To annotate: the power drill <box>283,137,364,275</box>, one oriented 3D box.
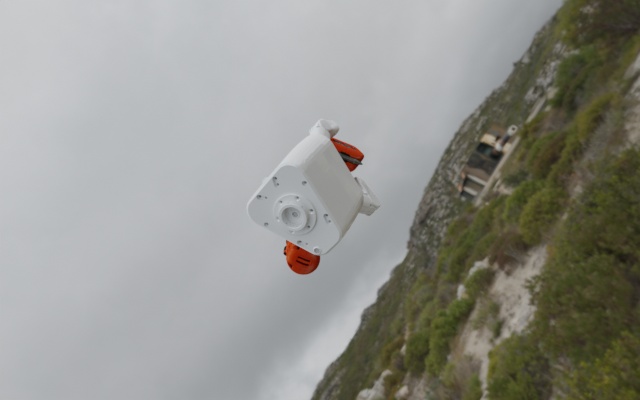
[{"bbox_3d":[0.000,0.002,0.704,0.057,0.188,0.184,19,10,-7],"label":"power drill"}]
